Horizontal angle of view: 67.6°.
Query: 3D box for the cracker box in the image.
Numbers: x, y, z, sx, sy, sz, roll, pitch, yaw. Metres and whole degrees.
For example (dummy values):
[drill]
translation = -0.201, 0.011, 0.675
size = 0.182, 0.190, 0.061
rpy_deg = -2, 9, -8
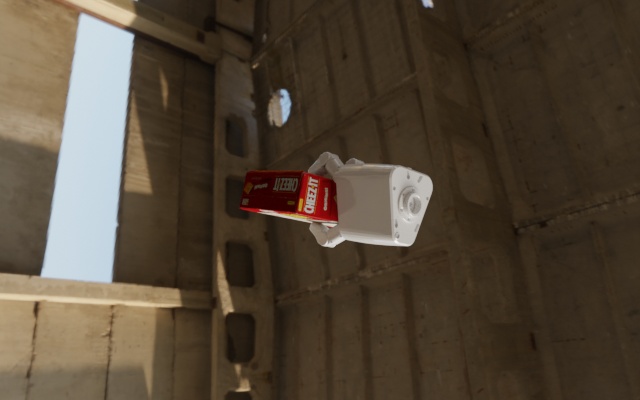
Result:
[cracker box]
translation = 0.000, 0.003, 0.800
size = 0.214, 0.072, 0.164
rpy_deg = 14, -7, -39
